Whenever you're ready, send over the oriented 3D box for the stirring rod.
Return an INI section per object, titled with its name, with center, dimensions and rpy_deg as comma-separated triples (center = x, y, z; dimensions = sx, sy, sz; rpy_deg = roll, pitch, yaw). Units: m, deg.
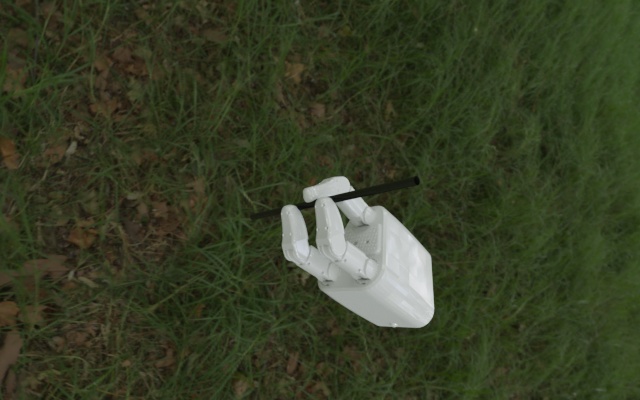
[stirring rod]
center = 0.000, 0.002, 0.492
dimensions = 0.011, 0.011, 0.239
rpy_deg = 0, -9, -44
